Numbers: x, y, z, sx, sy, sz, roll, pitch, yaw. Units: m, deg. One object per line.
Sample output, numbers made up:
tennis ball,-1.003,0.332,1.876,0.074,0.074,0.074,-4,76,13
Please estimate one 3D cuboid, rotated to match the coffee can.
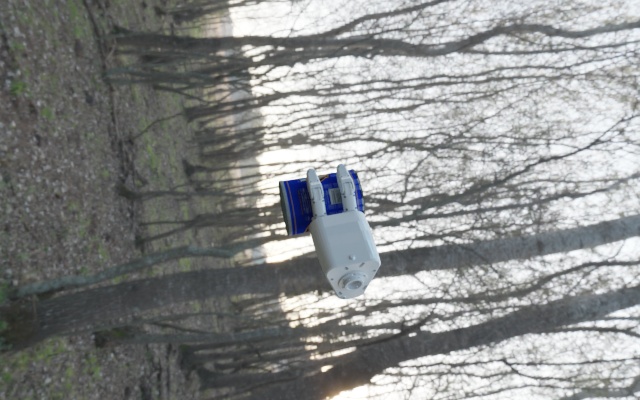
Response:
coffee can,0.000,0.003,0.879,0.140,0.103,0.103,-10,1,-8
